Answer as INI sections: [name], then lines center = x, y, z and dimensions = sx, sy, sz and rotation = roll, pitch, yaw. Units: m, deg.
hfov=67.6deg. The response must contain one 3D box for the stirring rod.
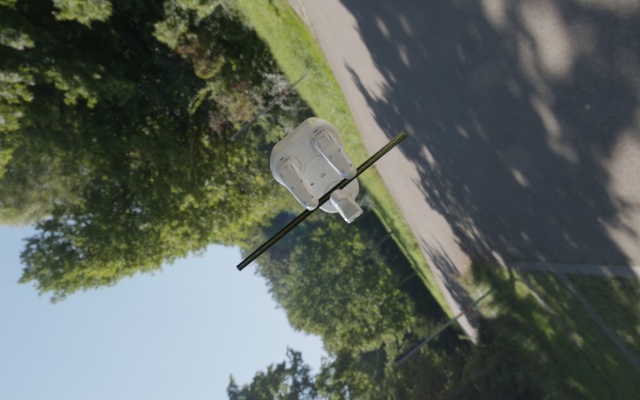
[stirring rod]
center = 0.000, 0.002, 0.533
dimensions = 0.239, 0.011, 0.011
rotation = -39, -3, 4
